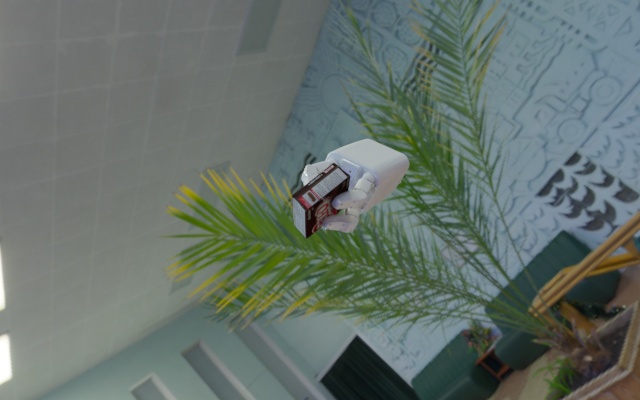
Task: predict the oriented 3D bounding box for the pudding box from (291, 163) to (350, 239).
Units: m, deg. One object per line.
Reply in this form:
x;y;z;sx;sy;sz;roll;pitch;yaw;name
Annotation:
0.000;0.002;0.748;0.090;0.039;0.114;-40;-21;-17;pudding box
